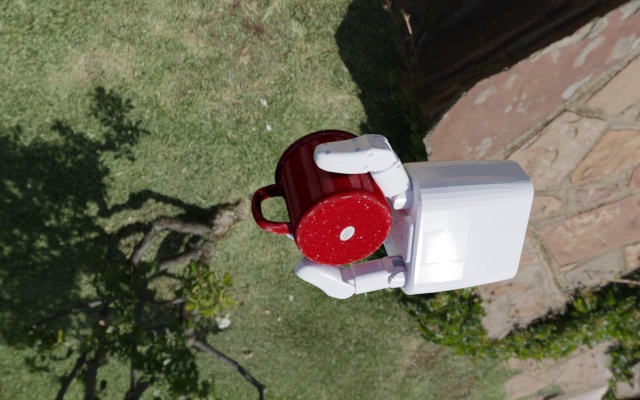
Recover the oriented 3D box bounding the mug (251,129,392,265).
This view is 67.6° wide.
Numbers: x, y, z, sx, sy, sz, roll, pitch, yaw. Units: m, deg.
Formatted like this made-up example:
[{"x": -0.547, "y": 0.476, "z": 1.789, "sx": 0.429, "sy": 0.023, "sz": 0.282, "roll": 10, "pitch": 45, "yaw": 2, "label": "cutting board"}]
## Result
[{"x": -0.001, "y": 0.002, "z": 0.405, "sx": 0.117, "sy": 0.093, "sz": 0.081, "roll": -6, "pitch": 41, "yaw": -9, "label": "mug"}]
